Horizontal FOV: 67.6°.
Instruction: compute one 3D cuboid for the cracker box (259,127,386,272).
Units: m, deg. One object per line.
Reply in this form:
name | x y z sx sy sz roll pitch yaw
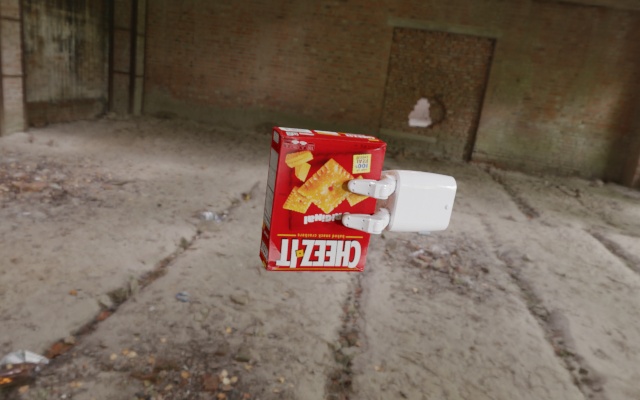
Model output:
cracker box | 0.000 0.002 0.740 0.164 0.214 0.072 3 17 -17
